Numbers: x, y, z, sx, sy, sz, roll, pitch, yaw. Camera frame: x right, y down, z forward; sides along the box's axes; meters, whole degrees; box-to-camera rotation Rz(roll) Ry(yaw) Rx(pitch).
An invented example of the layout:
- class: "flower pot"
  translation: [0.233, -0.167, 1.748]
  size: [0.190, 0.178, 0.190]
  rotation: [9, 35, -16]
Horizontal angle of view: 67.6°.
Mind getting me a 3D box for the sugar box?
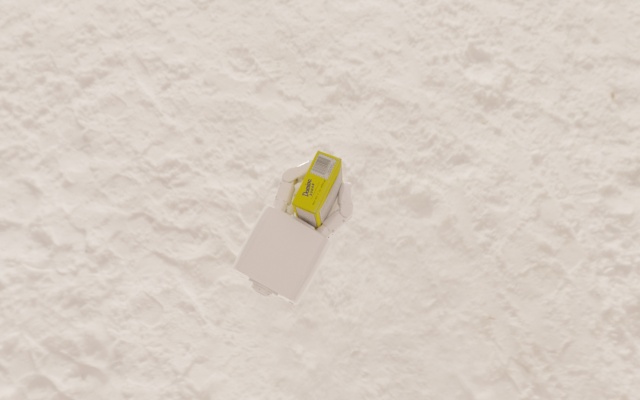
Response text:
- class: "sugar box"
  translation: [0.000, 0.002, 0.753]
  size: [0.048, 0.093, 0.176]
  rotation: [24, -18, 9]
